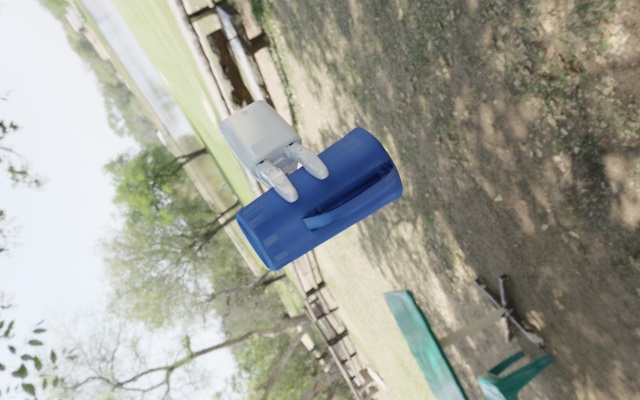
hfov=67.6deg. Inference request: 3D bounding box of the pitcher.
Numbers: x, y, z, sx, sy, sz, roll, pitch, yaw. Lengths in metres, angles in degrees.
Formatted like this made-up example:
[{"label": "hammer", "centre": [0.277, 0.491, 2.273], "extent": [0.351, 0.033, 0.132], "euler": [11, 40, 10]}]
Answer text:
[{"label": "pitcher", "centre": [0.000, 0.002, 0.732], "extent": [0.243, 0.145, 0.149], "euler": [-34, -26, -12]}]
